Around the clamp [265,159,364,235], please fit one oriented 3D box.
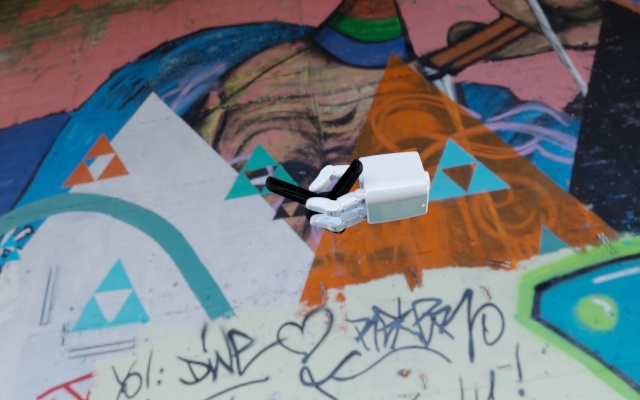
[{"bbox_3d":[0.000,0.002,0.852,0.164,0.036,0.210,-6,-32,5],"label":"clamp"}]
